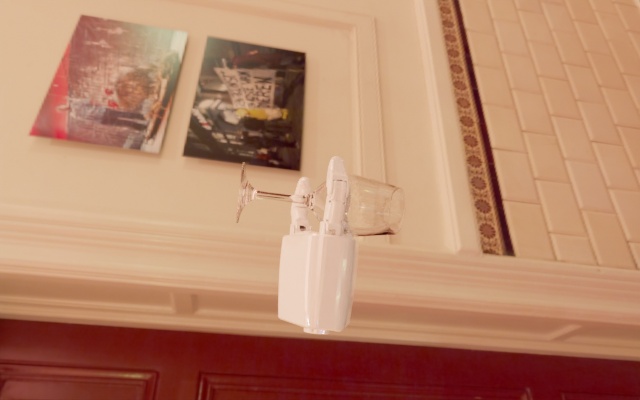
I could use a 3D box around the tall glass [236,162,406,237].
[{"bbox_3d":[-0.001,0.002,0.592,0.201,0.079,0.079,6,-1,-9],"label":"tall glass"}]
